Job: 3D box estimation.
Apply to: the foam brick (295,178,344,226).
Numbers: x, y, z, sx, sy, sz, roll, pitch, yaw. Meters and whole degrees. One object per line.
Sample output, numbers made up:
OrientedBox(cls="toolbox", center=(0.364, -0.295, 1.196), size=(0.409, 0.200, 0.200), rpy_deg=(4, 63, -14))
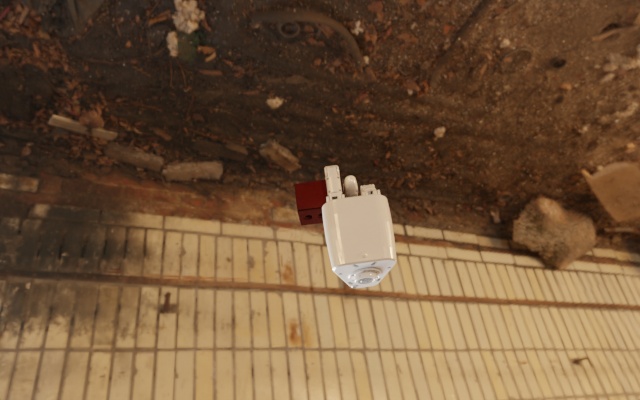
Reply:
OrientedBox(cls="foam brick", center=(0.000, 0.003, 0.766), size=(0.078, 0.051, 0.053), rpy_deg=(-8, -28, 1))
